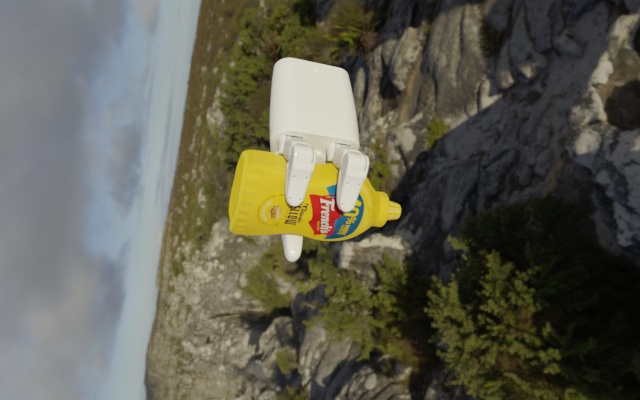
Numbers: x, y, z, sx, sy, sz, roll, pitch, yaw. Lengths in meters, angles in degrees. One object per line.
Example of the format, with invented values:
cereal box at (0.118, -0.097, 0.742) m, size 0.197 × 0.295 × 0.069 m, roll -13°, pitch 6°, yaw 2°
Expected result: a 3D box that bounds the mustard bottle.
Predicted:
mustard bottle at (0.000, 0.002, 0.530) m, size 0.191 × 0.096 × 0.058 m, roll 7°, pitch 36°, yaw -18°
